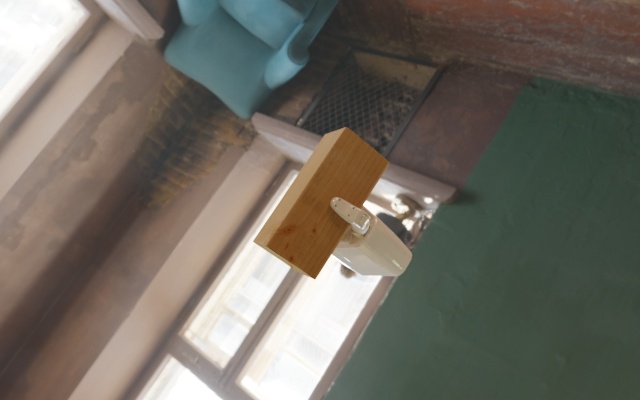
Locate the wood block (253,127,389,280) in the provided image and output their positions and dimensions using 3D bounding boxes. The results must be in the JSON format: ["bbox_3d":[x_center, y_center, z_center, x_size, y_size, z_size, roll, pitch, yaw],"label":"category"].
[{"bbox_3d":[0.000,0.003,0.716,0.090,0.206,0.091,37,-12,-18],"label":"wood block"}]
